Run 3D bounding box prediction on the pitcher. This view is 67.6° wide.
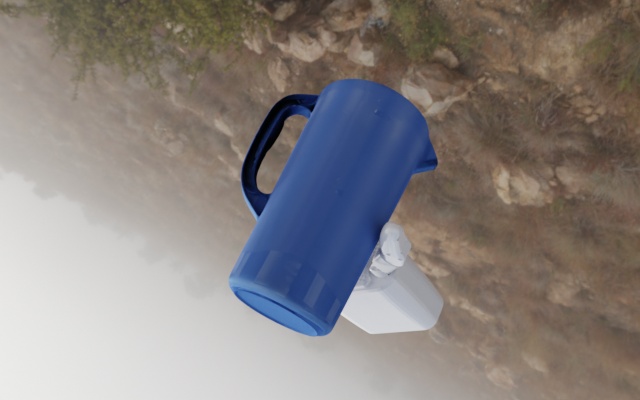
[{"bbox_3d":[0.000,0.002,0.488,0.149,0.242,0.145,2,-35,45],"label":"pitcher"}]
